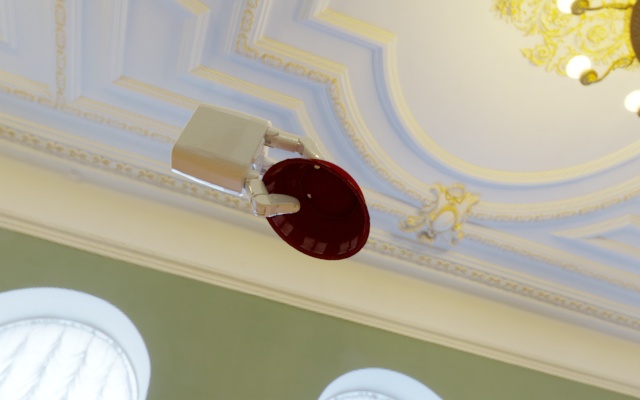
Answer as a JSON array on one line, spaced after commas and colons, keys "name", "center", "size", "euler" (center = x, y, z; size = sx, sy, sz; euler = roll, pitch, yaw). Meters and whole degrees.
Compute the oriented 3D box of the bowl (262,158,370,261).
[{"name": "bowl", "center": [0.001, 0.003, 0.645], "size": [0.162, 0.162, 0.055], "euler": [0, 32, 30]}]
